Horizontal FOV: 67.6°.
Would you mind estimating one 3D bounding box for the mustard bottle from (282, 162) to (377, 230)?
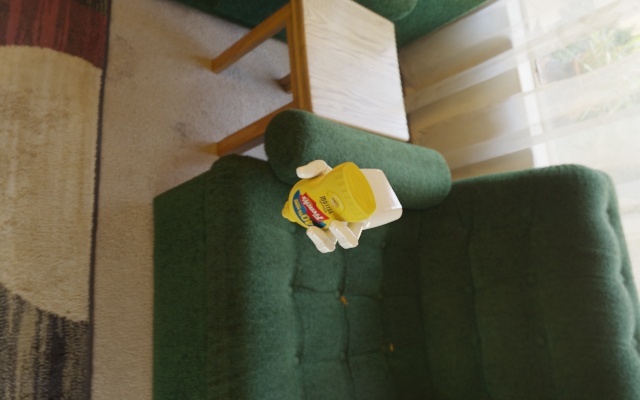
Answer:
[{"bbox_3d":[0.000,0.003,0.831,0.191,0.096,0.058,-17,19,44],"label":"mustard bottle"}]
